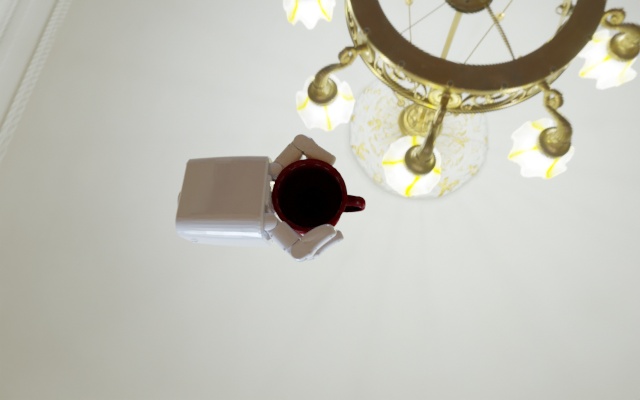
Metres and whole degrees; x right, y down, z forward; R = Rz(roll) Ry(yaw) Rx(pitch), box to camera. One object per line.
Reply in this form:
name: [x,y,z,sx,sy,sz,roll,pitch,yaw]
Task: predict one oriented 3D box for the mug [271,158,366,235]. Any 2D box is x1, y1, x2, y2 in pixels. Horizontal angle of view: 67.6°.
mug: [0.002,0.002,0.619,0.117,0.093,0.081,1,-12,3]
